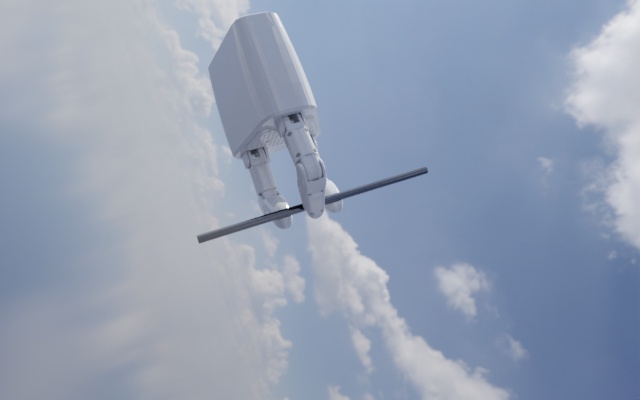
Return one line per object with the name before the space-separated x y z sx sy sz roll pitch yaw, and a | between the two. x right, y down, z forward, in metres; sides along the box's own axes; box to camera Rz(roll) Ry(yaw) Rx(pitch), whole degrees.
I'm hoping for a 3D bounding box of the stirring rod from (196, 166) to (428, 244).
stirring rod | 0.000 0.001 0.463 0.239 0.011 0.011 -17 5 -17
